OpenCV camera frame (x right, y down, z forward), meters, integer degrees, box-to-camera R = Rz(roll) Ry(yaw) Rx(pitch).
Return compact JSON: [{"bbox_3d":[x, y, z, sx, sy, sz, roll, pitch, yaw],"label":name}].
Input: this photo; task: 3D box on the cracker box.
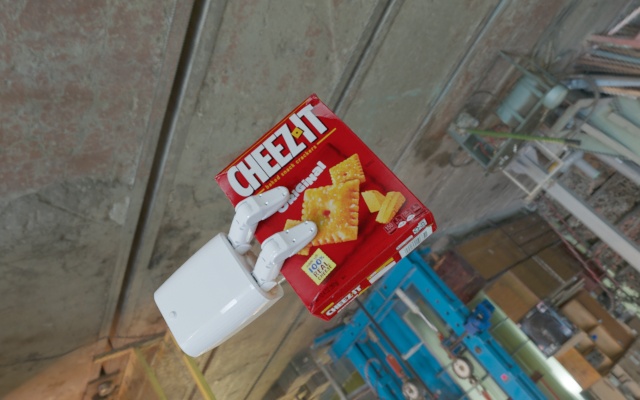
[{"bbox_3d":[0.000,0.002,0.553,0.164,0.213,0.072,-40,-27,0],"label":"cracker box"}]
